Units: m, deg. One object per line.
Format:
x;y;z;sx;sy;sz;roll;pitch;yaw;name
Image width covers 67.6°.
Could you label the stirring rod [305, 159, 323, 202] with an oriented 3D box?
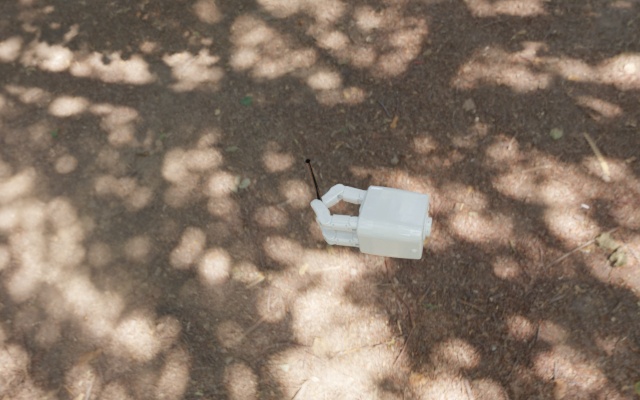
0.000;0.003;0.838;0.011;0.011;0.240;0;-32;11;stirring rod
